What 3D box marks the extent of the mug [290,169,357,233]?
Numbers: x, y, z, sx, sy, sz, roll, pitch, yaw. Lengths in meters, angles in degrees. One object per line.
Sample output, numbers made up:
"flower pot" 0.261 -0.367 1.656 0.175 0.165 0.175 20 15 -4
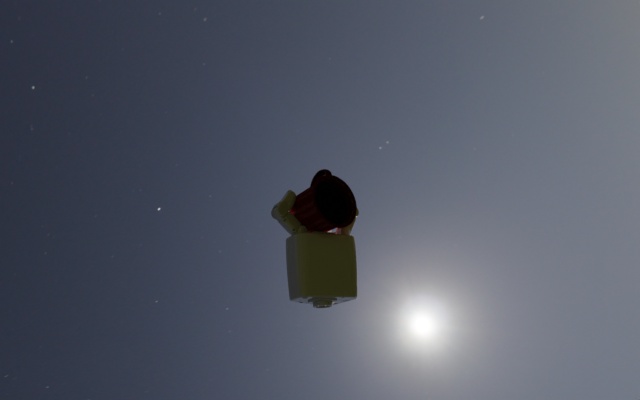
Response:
"mug" 0.000 0.001 0.819 0.093 0.117 0.081 13 -27 -34
